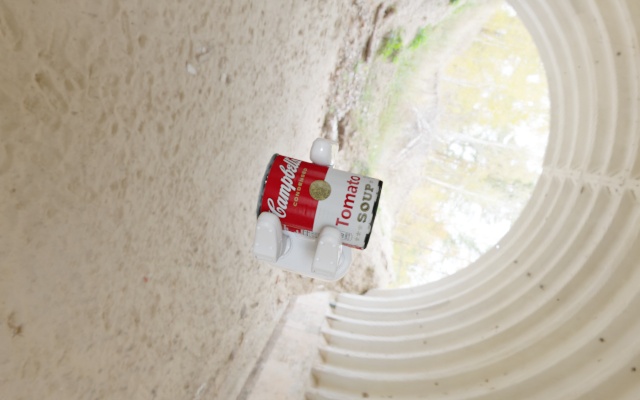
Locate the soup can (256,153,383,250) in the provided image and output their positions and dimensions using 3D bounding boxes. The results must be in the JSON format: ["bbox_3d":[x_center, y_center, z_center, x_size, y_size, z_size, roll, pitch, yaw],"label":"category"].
[{"bbox_3d":[0.000,0.001,0.436,0.102,0.068,0.068,14,1,5],"label":"soup can"}]
